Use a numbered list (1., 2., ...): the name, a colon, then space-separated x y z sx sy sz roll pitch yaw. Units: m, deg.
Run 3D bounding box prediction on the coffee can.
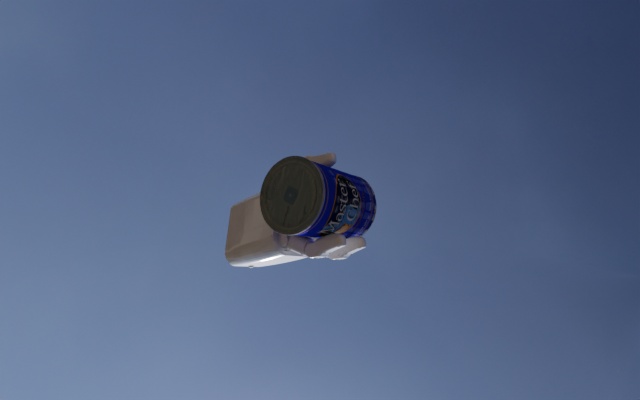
1. coffee can: 0.000 0.002 0.665 0.103 0.103 0.140 0 -8 35
